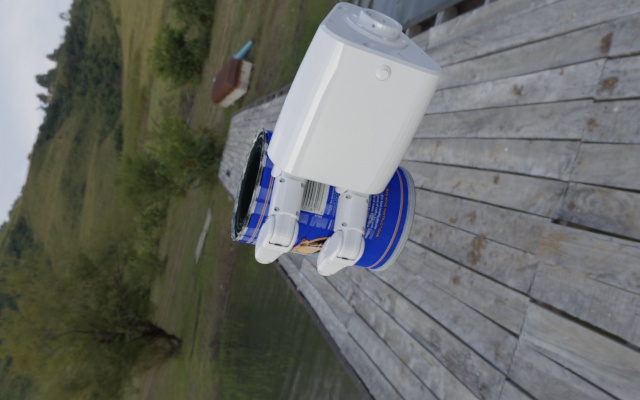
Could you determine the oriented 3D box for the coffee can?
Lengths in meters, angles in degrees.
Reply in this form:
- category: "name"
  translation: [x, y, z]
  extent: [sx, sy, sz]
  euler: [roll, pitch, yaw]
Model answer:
- category: "coffee can"
  translation: [0.000, 0.002, 0.438]
  extent: [0.140, 0.103, 0.103]
  euler: [14, -4, -17]
